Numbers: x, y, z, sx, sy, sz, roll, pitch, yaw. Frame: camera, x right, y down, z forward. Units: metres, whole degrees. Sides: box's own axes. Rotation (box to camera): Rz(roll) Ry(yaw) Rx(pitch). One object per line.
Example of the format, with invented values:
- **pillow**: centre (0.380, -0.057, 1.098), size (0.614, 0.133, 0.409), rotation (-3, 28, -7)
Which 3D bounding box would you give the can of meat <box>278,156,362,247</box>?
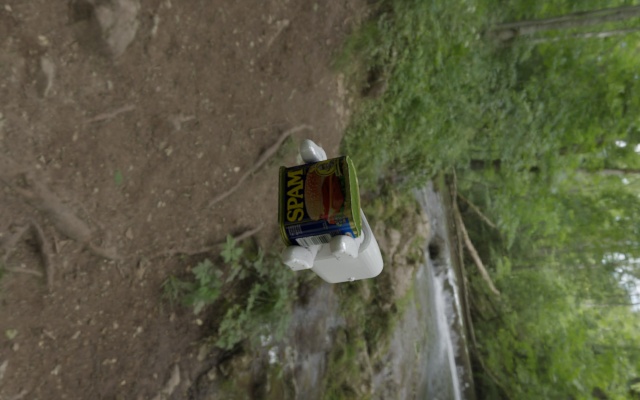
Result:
- **can of meat**: centre (0.000, 0.002, 0.550), size (0.084, 0.102, 0.057), rotation (-11, -34, 13)
